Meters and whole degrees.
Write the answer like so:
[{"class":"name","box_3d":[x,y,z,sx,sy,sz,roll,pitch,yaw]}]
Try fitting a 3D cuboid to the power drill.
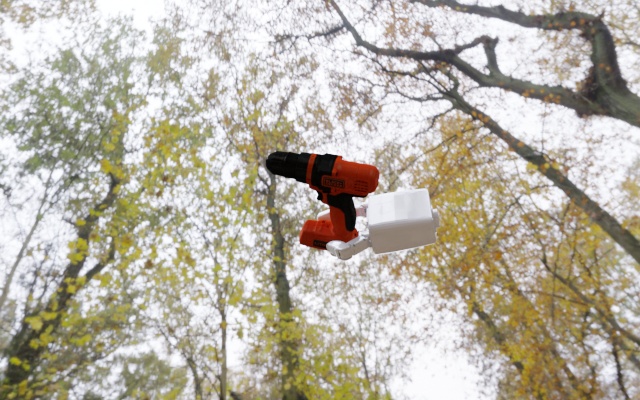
[{"class":"power drill","box_3d":[0.000,0.003,0.803,0.184,0.188,0.057,12,46,11]}]
